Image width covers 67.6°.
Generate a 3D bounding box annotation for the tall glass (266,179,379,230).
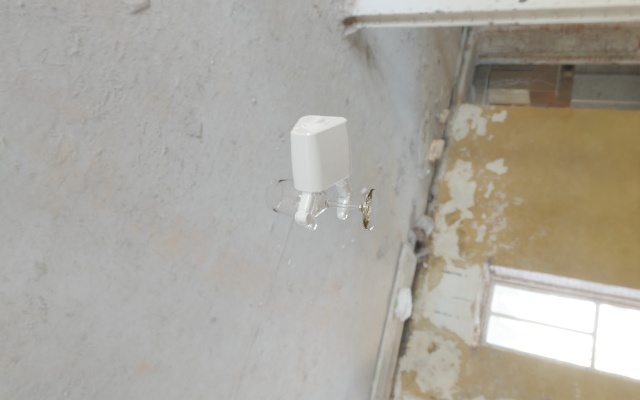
[{"bbox_3d":[0.001,0.003,0.882,0.201,0.079,0.079,8,3,25],"label":"tall glass"}]
